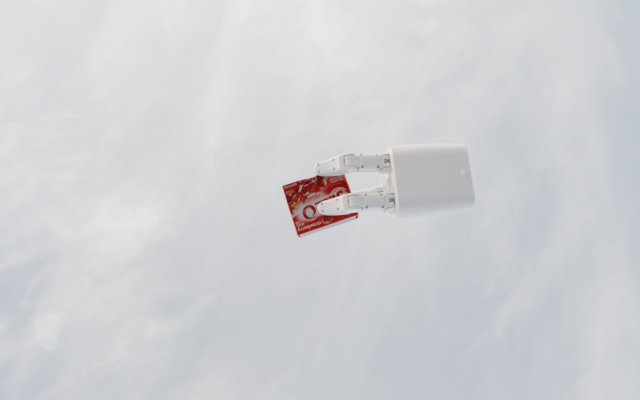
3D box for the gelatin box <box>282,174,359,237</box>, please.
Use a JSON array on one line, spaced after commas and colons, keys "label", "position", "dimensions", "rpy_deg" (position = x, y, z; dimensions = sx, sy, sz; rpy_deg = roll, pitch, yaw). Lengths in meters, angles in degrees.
[{"label": "gelatin box", "position": [0.000, 0.002, 0.658], "dimensions": [0.089, 0.073, 0.030], "rpy_deg": [-18, -12, -1]}]
